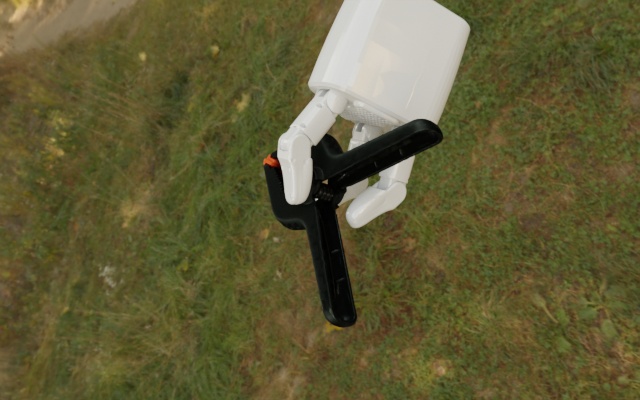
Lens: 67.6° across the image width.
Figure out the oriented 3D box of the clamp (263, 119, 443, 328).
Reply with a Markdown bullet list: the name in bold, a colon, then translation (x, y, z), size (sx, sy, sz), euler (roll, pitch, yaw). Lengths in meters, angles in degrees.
- **clamp**: translation (-0.001, 0.001, 0.418), size (0.036, 0.164, 0.210), euler (22, -1, -35)
